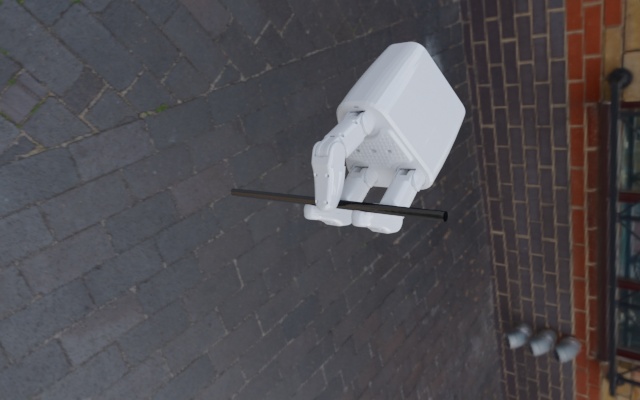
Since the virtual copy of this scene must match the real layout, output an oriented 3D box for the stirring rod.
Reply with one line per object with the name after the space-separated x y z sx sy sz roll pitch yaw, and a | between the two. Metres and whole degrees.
0.000 0.001 0.428 0.239 0.011 0.011 6 4 40 | stirring rod
